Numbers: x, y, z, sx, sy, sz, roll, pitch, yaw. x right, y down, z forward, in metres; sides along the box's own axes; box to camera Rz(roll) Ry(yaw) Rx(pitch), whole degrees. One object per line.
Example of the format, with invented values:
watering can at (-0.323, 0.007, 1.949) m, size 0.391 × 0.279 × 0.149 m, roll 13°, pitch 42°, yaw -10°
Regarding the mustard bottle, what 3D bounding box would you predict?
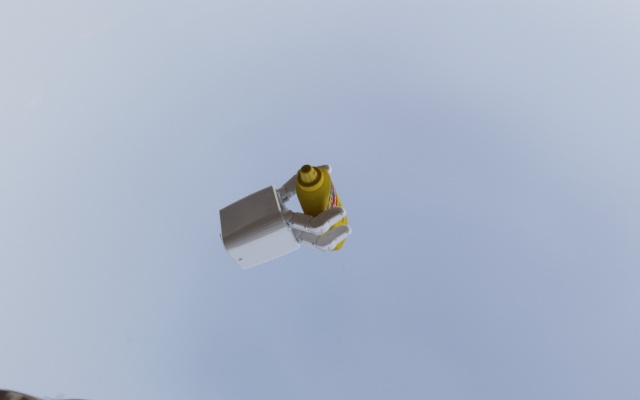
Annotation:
mustard bottle at (0.001, 0.003, 0.797) m, size 0.058 × 0.096 × 0.192 m, roll -3°, pitch -33°, yaw 15°
